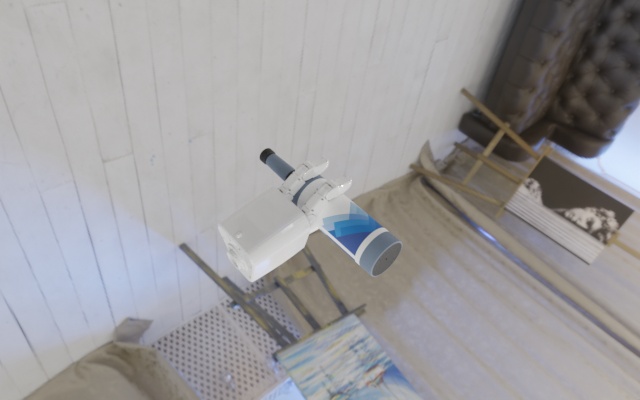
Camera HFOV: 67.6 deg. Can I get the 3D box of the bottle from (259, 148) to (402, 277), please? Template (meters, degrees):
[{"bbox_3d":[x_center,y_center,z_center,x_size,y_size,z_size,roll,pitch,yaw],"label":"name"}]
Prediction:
[{"bbox_3d":[0.000,0.003,0.768,0.295,0.069,0.069,41,23,29],"label":"bottle"}]
